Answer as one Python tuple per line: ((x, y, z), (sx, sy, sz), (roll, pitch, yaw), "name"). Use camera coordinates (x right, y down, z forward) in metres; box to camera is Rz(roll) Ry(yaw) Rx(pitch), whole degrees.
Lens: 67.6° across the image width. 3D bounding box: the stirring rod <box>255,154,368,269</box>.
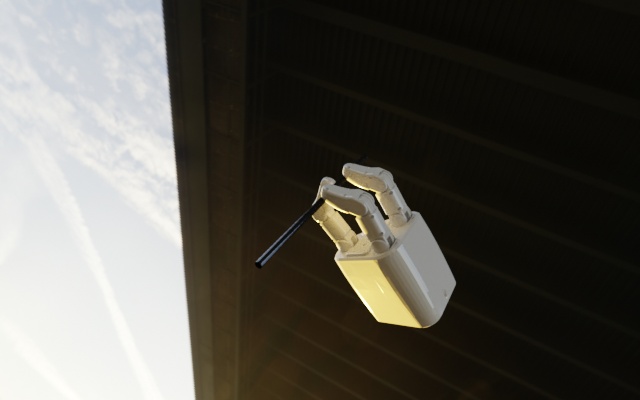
((0.000, 0.002, 0.535), (0.011, 0.011, 0.239), (0, 29, 34), "stirring rod")
